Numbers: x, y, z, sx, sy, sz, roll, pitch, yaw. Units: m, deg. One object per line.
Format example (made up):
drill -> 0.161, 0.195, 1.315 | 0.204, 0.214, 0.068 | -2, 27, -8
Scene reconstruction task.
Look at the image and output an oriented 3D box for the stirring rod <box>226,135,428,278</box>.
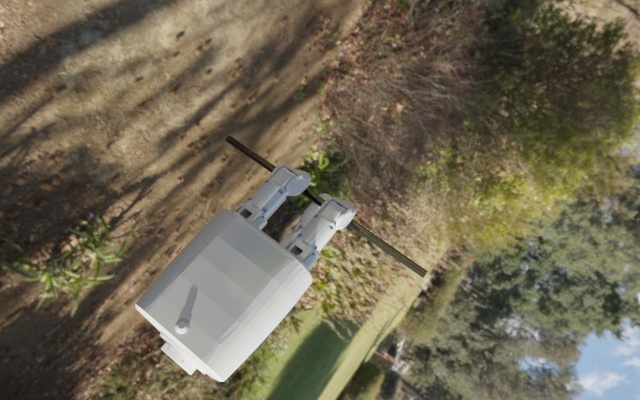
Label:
stirring rod -> 0.000, 0.002, 0.465 | 0.239, 0.011, 0.011 | 35, 10, 15
